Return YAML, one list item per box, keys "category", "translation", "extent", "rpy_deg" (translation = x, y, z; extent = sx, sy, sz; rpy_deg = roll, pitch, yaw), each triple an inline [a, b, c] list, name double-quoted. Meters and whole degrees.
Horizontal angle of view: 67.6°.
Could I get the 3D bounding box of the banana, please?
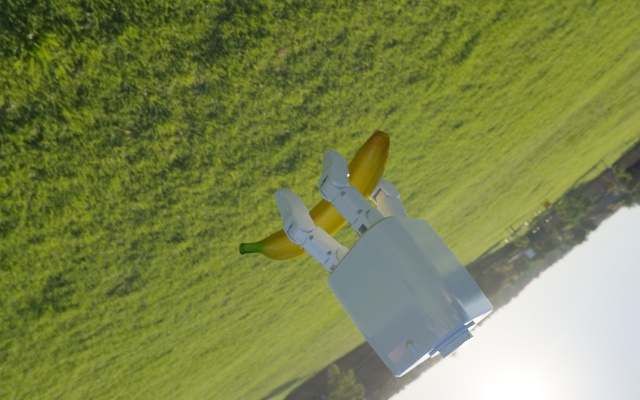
- category: "banana"
  translation: [0.007, 0.008, 0.501]
  extent: [0.198, 0.037, 0.070]
  rpy_deg: [-41, -30, 15]
